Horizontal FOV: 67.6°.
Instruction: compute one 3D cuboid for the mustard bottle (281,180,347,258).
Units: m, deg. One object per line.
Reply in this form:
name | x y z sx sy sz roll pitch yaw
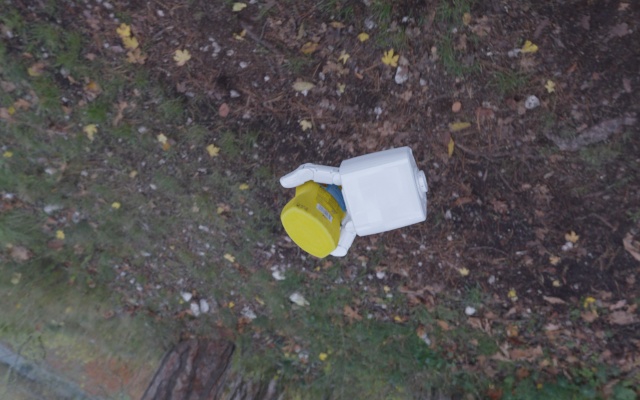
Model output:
mustard bottle | 0.000 0.003 0.773 0.058 0.096 0.191 -38 15 28
